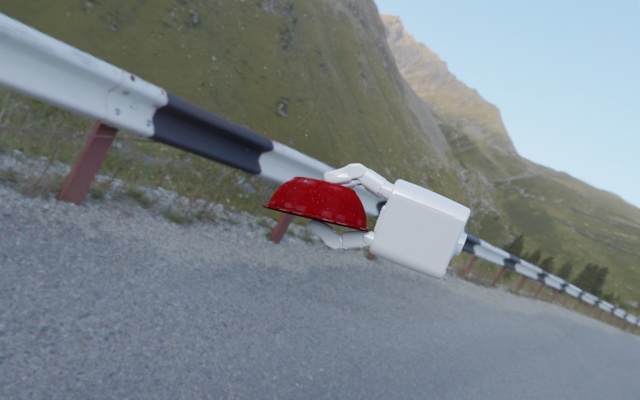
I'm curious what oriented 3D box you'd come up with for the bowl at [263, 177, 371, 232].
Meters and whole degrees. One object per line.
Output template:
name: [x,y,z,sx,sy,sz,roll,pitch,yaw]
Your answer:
bowl: [-0.001,0.002,0.697,0.162,0.055,0.162,13,-3,1]
